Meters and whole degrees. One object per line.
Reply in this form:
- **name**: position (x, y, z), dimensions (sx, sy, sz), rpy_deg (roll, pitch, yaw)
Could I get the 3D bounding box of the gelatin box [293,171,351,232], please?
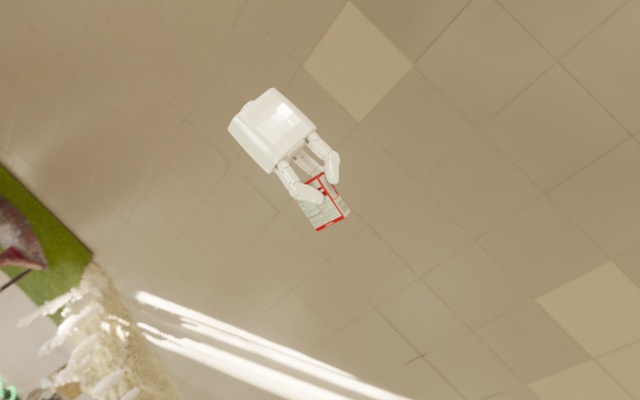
- **gelatin box**: position (0.000, 0.003, 0.845), dimensions (0.073, 0.089, 0.030), rpy_deg (-29, 9, 39)
